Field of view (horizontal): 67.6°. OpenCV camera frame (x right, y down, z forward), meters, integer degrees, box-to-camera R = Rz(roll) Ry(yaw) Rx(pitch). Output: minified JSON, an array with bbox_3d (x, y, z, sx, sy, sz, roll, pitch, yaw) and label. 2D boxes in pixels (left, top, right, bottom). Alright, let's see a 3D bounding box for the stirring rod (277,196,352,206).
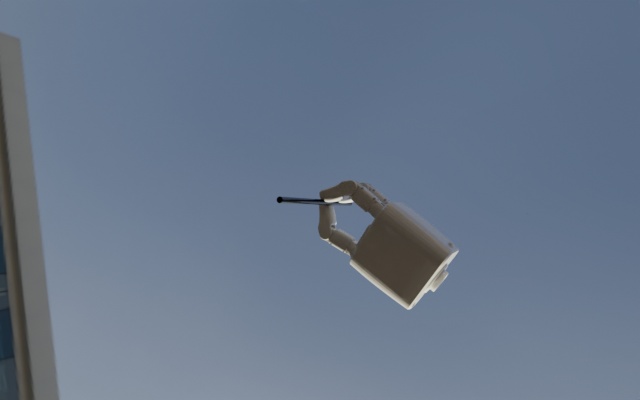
[{"bbox_3d":[0.000,0.002,0.666,0.011,0.011,0.239,0,-1,23],"label":"stirring rod"}]
